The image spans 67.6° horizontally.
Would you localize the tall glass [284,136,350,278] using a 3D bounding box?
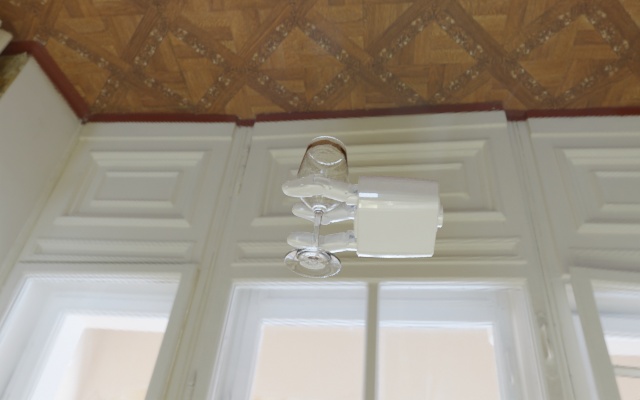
[{"bbox_3d":[0.000,0.003,0.672,0.079,0.201,0.079,4,-37,3],"label":"tall glass"}]
